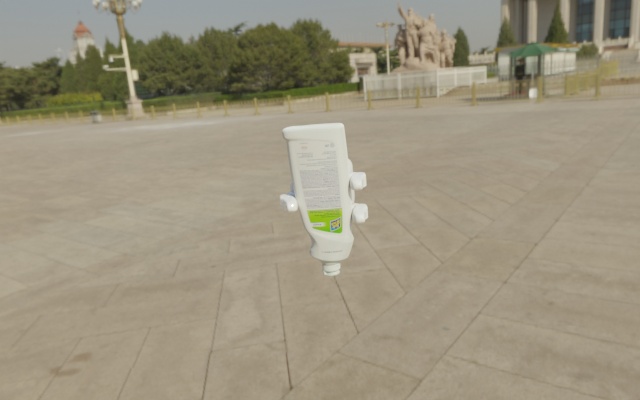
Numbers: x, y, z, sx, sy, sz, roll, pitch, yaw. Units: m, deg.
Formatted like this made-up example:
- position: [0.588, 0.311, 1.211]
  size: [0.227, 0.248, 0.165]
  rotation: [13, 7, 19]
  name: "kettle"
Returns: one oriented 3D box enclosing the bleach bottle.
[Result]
- position: [0.000, 0.003, 0.789]
  size: [0.102, 0.251, 0.068]
  rotation: [-3, 14, 9]
  name: "bleach bottle"
